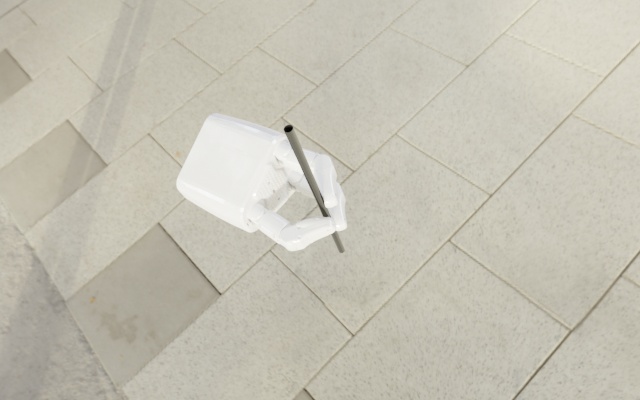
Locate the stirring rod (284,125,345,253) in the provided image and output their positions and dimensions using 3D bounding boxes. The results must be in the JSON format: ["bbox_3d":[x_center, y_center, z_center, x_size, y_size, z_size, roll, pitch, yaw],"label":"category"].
[{"bbox_3d":[0.000,0.002,0.487,0.011,0.011,0.240,0,-30,14],"label":"stirring rod"}]
